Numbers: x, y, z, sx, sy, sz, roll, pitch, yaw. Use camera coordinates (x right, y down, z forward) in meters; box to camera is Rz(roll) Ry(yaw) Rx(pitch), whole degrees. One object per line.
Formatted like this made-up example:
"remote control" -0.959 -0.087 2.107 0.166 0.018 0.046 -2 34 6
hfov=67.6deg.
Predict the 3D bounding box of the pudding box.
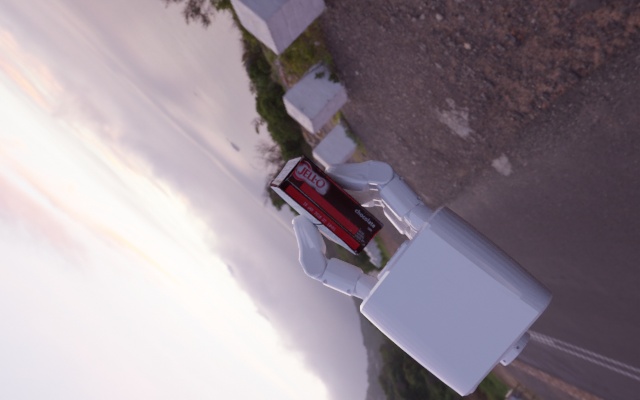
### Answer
"pudding box" 0.000 0.002 0.438 0.090 0.039 0.113 42 -6 -10
